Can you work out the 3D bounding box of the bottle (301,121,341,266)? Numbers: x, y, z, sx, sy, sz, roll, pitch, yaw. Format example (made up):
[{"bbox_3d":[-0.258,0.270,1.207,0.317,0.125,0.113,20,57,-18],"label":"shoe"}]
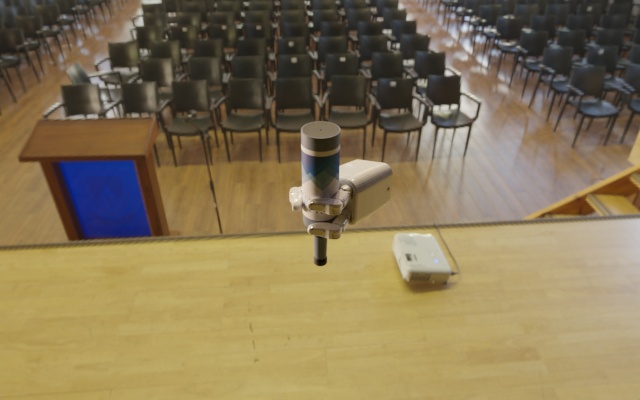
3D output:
[{"bbox_3d":[0.000,0.003,0.881,0.069,0.296,0.069,0,34,0],"label":"bottle"}]
